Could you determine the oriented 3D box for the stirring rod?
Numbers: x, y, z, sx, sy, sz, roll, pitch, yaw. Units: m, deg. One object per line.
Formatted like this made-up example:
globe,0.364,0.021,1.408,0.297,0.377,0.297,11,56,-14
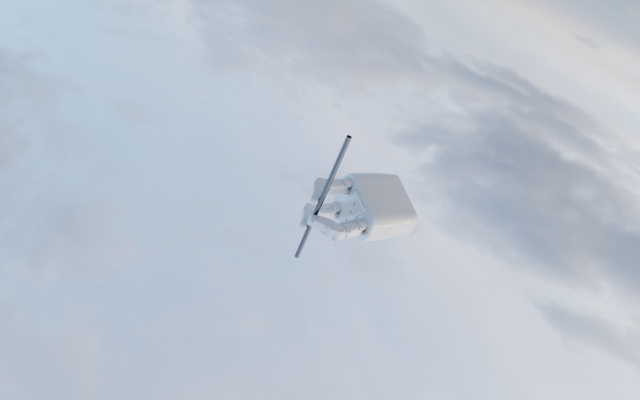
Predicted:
stirring rod,0.000,0.002,0.727,0.011,0.240,0.011,16,36,-11
